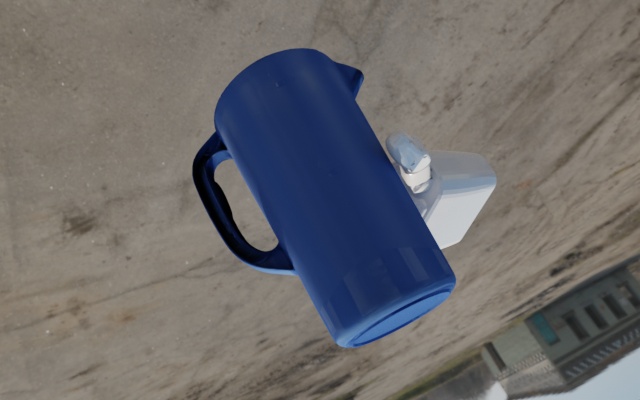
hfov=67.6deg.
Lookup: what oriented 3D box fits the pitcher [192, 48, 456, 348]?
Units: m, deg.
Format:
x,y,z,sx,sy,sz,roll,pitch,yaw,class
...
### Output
x,y,z,sx,sy,sz,roll,pitch,yaw,class
0.000,0.001,0.419,0.145,0.242,0.149,-5,-33,-42,pitcher
